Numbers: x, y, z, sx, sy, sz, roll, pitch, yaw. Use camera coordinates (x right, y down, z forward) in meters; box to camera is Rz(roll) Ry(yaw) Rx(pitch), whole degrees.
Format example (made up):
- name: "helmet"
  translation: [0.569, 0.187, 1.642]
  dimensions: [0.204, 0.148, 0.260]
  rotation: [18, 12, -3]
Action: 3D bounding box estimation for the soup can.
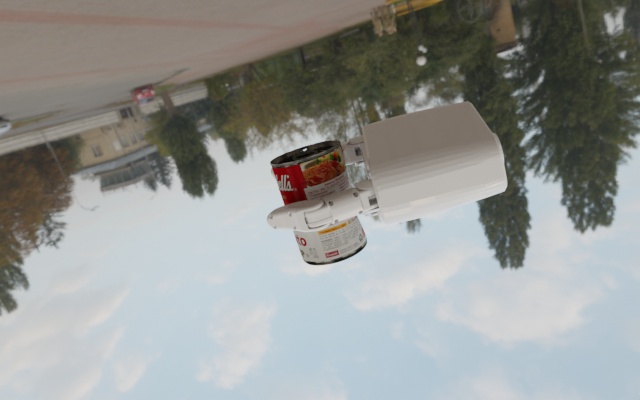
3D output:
- name: "soup can"
  translation: [0.000, 0.002, 0.453]
  dimensions: [0.068, 0.102, 0.068]
  rotation: [-16, 15, 5]
